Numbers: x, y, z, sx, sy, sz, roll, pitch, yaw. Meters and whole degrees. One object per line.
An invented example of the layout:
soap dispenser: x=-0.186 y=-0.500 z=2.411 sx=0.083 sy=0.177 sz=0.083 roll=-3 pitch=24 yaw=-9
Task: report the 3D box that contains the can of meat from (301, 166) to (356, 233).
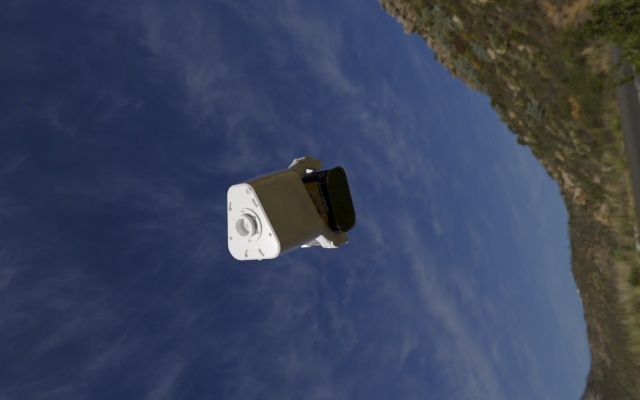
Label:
can of meat: x=0.000 y=0.002 z=0.766 sx=0.084 sy=0.102 sz=0.057 roll=-7 pitch=12 yaw=33
